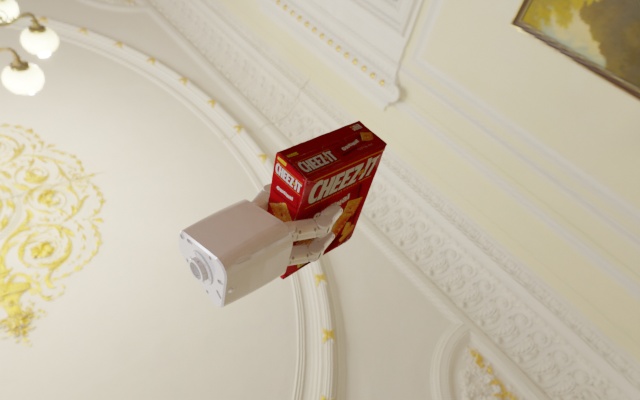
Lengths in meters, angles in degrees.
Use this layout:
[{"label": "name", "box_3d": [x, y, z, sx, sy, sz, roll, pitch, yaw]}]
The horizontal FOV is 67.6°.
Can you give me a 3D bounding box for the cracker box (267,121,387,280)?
[{"label": "cracker box", "box_3d": [0.000, 0.002, 0.728, 0.164, 0.214, 0.072, -27, 58, -36]}]
